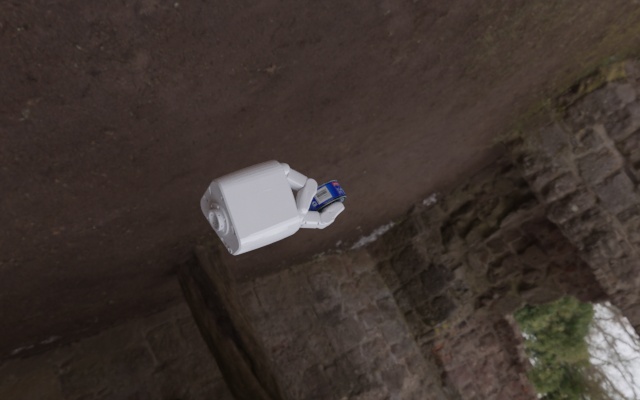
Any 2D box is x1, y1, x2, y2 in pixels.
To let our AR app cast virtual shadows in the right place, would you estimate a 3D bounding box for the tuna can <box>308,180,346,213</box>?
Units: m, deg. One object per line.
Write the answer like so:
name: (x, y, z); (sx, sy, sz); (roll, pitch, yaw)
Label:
tuna can: (0.000, 0.003, 0.801); (0.086, 0.033, 0.086); (-31, -11, -7)
